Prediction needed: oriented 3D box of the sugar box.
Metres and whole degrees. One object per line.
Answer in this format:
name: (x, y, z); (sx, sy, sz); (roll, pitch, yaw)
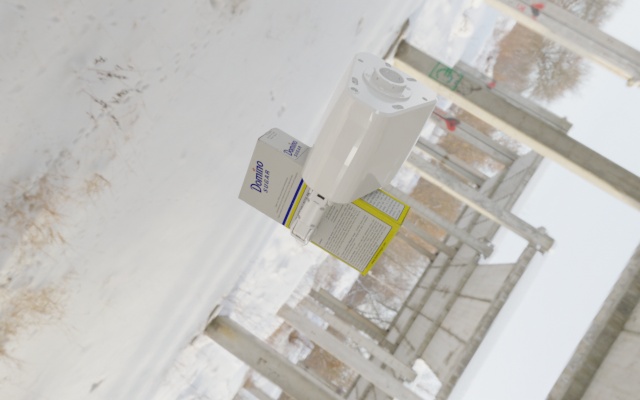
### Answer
sugar box: (0.000, 0.001, 0.535); (0.176, 0.093, 0.048); (33, 39, 8)
